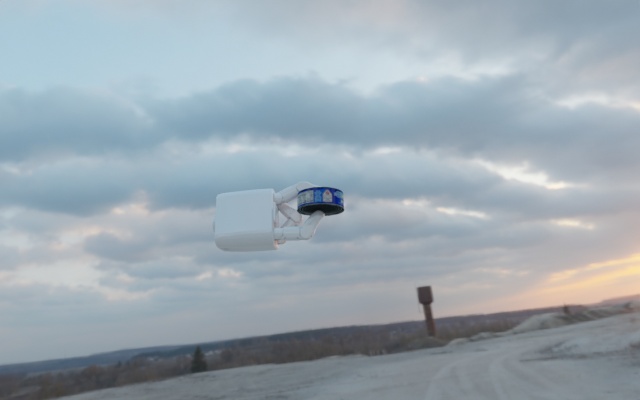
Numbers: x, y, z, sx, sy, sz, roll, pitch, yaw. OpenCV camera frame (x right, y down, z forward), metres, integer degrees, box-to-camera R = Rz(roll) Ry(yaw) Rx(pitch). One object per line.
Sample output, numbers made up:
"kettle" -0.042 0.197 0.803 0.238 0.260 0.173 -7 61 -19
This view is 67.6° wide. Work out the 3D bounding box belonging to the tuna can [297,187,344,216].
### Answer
"tuna can" 0.000 0.002 0.864 0.086 0.033 0.086 -1 -16 0
